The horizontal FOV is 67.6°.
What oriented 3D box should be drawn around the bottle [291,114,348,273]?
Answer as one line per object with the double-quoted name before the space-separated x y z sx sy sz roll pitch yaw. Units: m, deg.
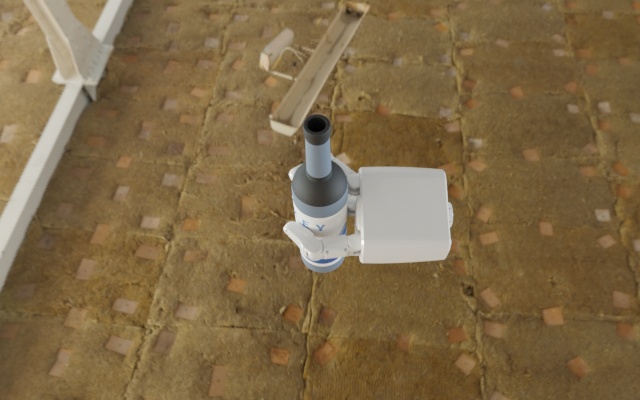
"bottle" 0.000 0.002 0.590 0.069 0.069 0.296 0 -31 2
